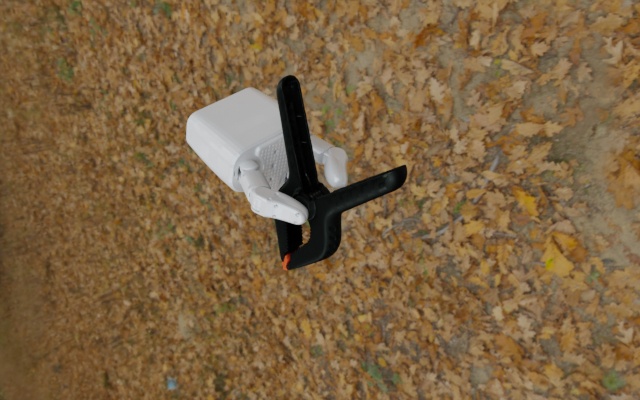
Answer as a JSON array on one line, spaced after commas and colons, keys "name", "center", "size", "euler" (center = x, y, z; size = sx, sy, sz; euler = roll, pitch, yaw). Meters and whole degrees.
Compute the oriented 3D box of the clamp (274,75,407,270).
[{"name": "clamp", "center": [-0.001, 0.002, 0.484], "size": [0.036, 0.210, 0.164], "euler": [-21, 47, -39]}]
